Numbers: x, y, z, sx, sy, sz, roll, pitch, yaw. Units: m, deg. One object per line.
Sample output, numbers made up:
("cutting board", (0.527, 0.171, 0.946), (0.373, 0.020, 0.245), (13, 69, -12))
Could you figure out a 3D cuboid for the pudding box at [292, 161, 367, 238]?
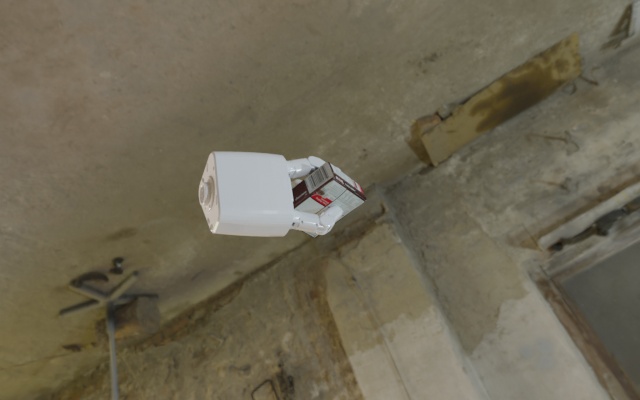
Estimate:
("pudding box", (0.000, 0.003, 0.736), (0.113, 0.039, 0.090), (-36, -41, 21))
